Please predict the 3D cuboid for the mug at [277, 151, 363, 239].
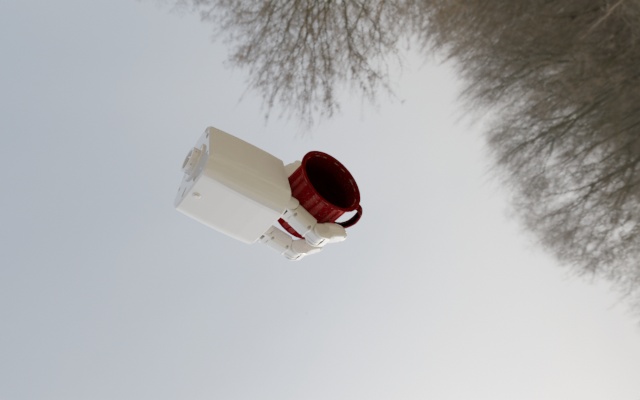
[{"bbox_3d":[0.001,0.003,0.621,0.117,0.093,0.081,28,-51,-26],"label":"mug"}]
